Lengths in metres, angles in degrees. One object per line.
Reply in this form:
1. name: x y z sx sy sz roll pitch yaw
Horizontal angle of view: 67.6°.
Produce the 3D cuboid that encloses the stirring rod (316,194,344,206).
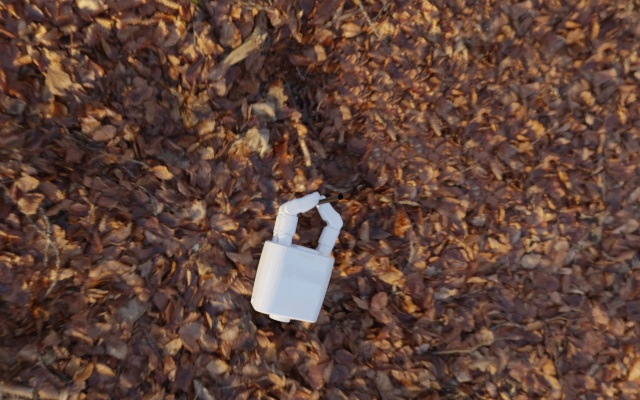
1. stirring rod: 0.000 0.003 0.741 0.011 0.011 0.239 0 -3 -13
